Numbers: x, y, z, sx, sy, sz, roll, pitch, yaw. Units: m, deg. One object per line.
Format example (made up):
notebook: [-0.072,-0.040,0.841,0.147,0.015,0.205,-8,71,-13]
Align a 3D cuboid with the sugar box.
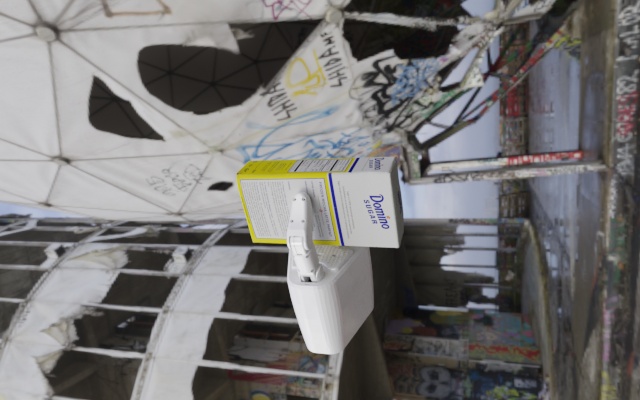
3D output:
sugar box: [0.000,0.002,0.530,0.176,0.093,0.048,0,30,18]
